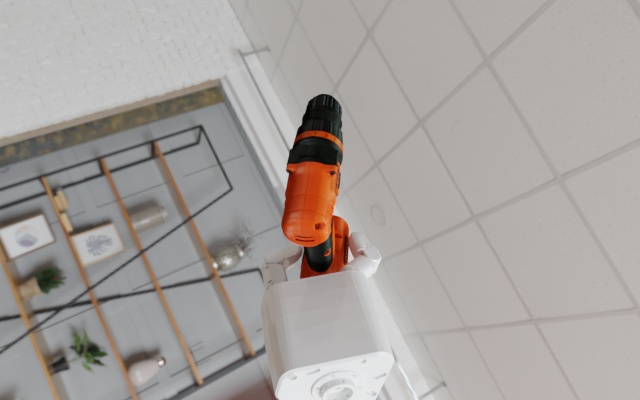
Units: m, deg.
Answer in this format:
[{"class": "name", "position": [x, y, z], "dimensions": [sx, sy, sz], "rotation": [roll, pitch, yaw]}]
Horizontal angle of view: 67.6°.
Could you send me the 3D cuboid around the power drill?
[{"class": "power drill", "position": [0.000, 0.002, 0.531], "dimensions": [0.057, 0.184, 0.188], "rotation": [3, -37, 10]}]
